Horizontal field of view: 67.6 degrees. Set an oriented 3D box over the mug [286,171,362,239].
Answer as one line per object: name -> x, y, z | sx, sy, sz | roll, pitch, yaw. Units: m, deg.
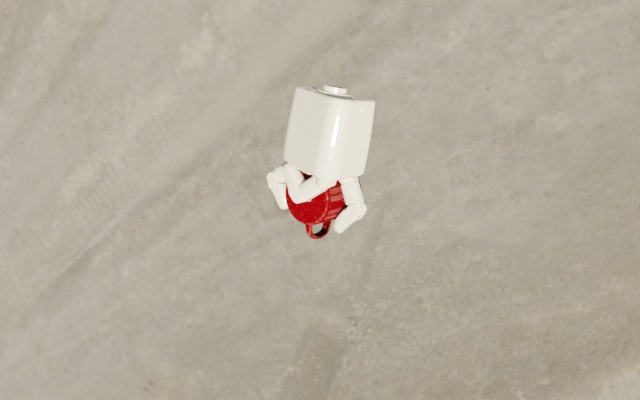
mug -> 0.000, 0.004, 0.721 | 0.093, 0.117, 0.081 | 20, 20, 32
